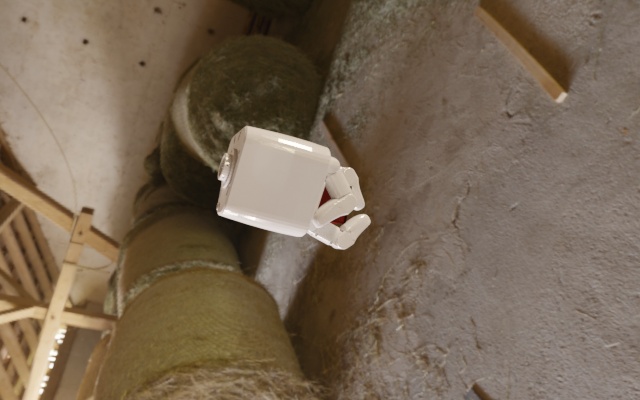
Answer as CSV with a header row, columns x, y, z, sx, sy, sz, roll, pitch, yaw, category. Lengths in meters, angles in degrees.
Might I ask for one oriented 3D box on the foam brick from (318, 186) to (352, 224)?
x,y,z,sx,sy,sz,roll,pitch,yaw,category
0.000,0.002,0.642,0.051,0.053,0.078,13,-9,-21,foam brick
